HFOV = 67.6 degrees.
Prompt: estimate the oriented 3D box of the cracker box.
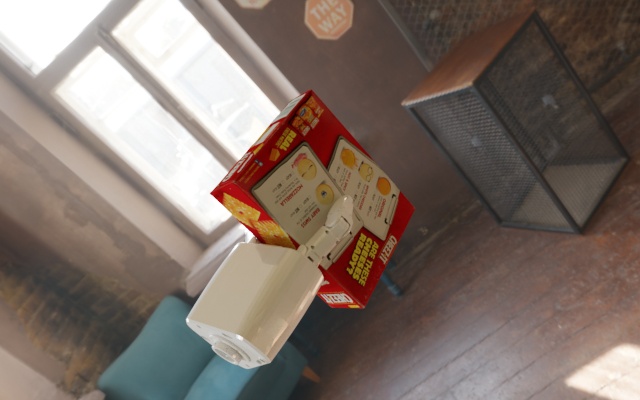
[{"bbox_3d":[0.000,0.002,0.581,0.214,0.164,0.072,46,-33,-20],"label":"cracker box"}]
